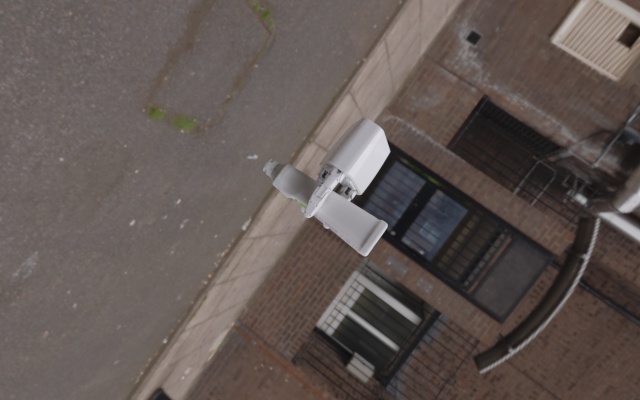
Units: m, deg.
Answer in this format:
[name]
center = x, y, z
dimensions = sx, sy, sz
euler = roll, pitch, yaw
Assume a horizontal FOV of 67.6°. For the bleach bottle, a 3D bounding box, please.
[bleach bottle]
center = 0.000, 0.003, 0.878
dimensions = 0.251, 0.068, 0.102
euler = 35, -9, 8
